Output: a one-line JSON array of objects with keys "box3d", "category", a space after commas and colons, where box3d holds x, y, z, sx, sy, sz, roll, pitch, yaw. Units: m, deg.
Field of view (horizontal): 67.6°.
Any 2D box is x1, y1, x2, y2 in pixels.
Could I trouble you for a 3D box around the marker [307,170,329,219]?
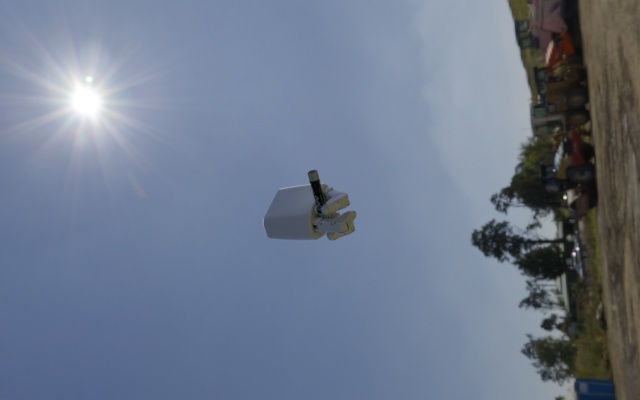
[{"box3d": [0.000, 0.003, 0.866, 0.020, 0.121, 0.020, -13, 23, 6], "category": "marker"}]
